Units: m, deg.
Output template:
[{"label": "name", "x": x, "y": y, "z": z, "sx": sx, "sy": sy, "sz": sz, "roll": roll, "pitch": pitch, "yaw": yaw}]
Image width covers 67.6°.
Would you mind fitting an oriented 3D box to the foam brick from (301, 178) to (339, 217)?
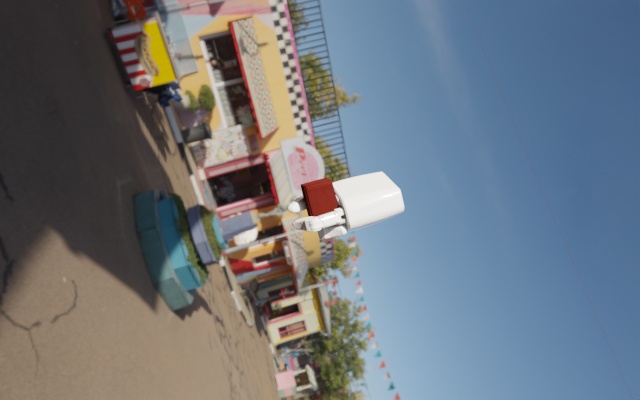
[{"label": "foam brick", "x": 0.000, "y": 0.003, "z": 0.856, "sx": 0.051, "sy": 0.078, "sz": 0.053, "roll": -16, "pitch": 11, "yaw": -8}]
